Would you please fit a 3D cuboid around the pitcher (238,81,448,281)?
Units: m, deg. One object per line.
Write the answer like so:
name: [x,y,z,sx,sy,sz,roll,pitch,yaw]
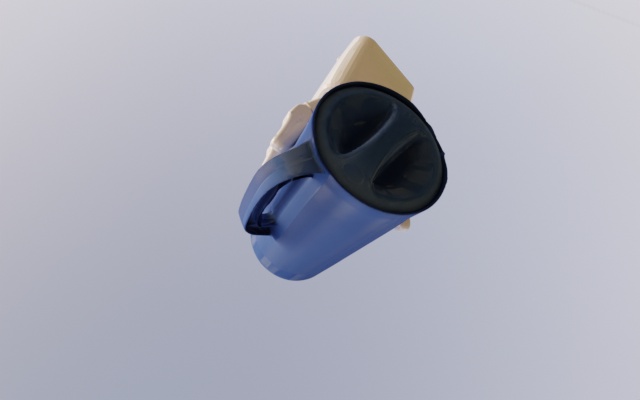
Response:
pitcher: [0.000,0.002,0.497,0.149,0.145,0.243,30,-35,-9]
